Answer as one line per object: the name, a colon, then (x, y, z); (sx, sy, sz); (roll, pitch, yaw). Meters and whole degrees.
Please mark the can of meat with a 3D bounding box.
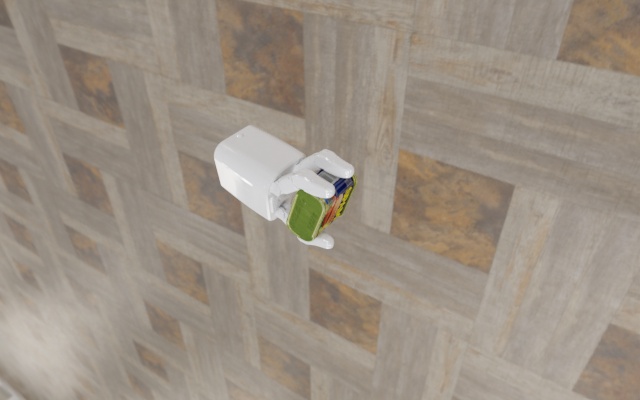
can of meat: (0.000, 0.003, 0.703); (0.057, 0.102, 0.084); (35, 46, 14)
